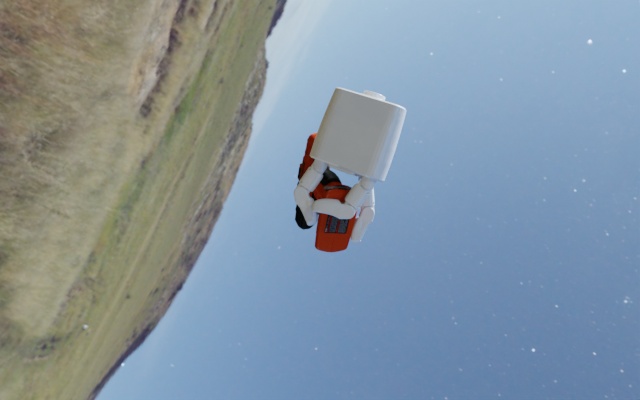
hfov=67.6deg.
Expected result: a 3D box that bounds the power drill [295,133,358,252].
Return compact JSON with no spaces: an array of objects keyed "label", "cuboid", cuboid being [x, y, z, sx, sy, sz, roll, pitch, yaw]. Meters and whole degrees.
[{"label":"power drill","cuboid":[0.000,0.003,0.782,0.057,0.184,0.187,1,29,-17]}]
